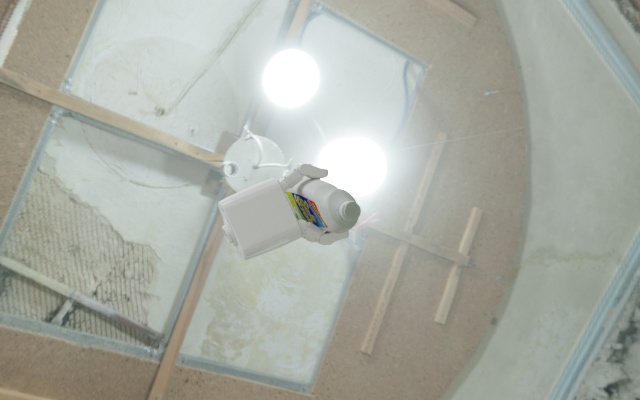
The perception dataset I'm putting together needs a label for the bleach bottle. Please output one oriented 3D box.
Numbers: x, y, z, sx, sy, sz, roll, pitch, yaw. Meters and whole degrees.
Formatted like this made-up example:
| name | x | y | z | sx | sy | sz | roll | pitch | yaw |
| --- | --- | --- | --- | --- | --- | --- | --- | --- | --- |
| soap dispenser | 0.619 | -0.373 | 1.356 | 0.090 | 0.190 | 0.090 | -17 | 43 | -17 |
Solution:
| name | x | y | z | sx | sy | sz | roll | pitch | yaw |
| --- | --- | --- | --- | --- | --- | --- | --- | --- | --- |
| bleach bottle | 0.000 | 0.003 | 0.841 | 0.068 | 0.102 | 0.251 | -26 | 12 | -19 |
